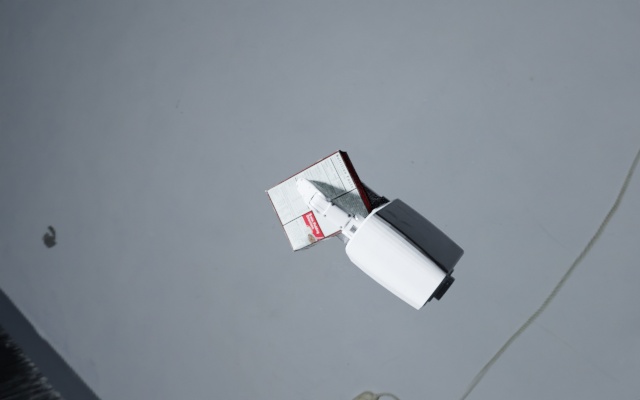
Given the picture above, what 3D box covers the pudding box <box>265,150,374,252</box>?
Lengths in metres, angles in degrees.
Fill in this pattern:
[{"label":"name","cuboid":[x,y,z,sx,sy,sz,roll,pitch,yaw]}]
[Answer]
[{"label":"pudding box","cuboid":[0.000,0.002,0.592,0.113,0.090,0.039,-27,-8,16]}]
